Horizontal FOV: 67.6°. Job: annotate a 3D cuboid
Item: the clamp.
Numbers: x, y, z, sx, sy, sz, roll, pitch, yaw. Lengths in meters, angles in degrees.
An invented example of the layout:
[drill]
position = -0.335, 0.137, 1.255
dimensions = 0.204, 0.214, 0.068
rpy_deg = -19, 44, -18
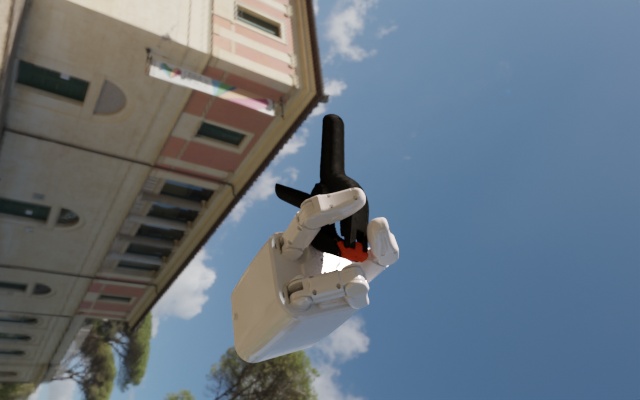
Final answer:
[clamp]
position = 0.001, 0.002, 0.503
dimensions = 0.039, 0.171, 0.120
rpy_deg = 15, -47, -30
